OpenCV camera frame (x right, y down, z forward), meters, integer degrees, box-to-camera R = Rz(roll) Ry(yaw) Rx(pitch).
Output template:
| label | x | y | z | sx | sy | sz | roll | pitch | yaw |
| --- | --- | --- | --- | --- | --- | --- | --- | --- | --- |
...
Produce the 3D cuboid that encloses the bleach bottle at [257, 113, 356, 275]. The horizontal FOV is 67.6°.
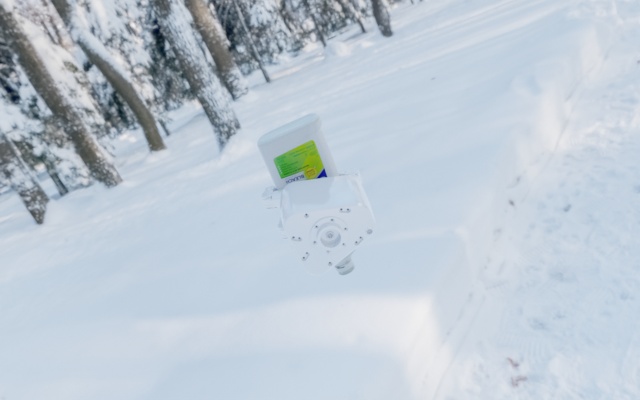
| label | x | y | z | sx | sy | sz | roll | pitch | yaw |
| --- | --- | --- | --- | --- | --- | --- | --- | --- | --- |
| bleach bottle | 0.000 | 0.002 | 0.726 | 0.102 | 0.251 | 0.068 | -23 | 20 | 6 |
